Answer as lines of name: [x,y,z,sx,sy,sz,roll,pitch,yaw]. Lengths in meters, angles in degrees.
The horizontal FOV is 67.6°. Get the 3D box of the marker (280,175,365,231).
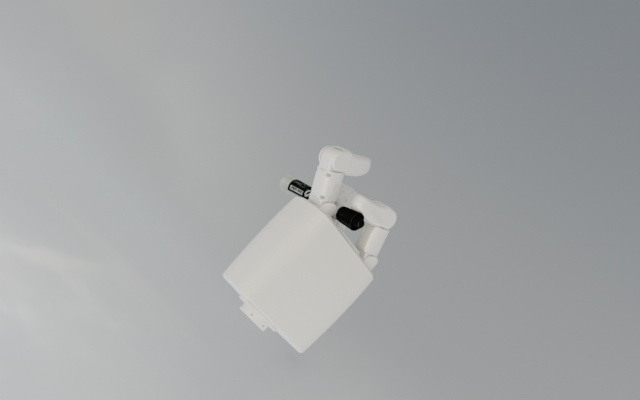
marker: [0.000,0.002,0.487,0.020,0.020,0.121,0,20,-42]
